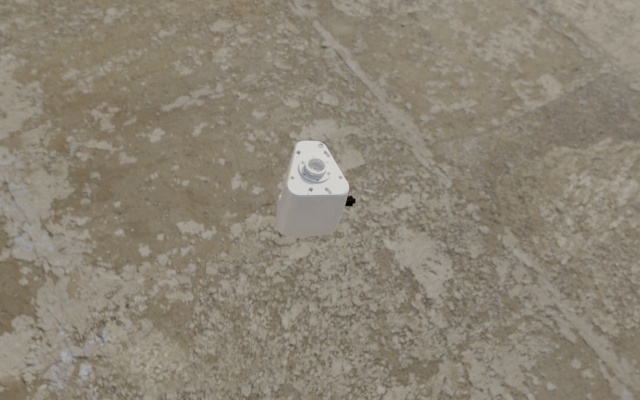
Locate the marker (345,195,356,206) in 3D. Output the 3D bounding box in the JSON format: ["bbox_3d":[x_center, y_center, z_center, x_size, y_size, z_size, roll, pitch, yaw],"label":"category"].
[{"bbox_3d":[0.000,0.003,0.795,0.121,0.020,0.020,-2,0,-14],"label":"marker"}]
